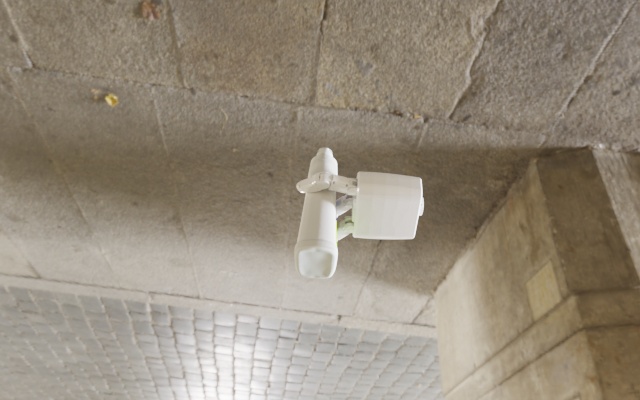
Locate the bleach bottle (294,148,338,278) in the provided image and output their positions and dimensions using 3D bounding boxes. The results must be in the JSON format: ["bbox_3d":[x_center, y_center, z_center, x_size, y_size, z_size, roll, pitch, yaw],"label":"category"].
[{"bbox_3d":[0.000,0.003,0.828,0.068,0.250,0.103,4,-37,1],"label":"bleach bottle"}]
